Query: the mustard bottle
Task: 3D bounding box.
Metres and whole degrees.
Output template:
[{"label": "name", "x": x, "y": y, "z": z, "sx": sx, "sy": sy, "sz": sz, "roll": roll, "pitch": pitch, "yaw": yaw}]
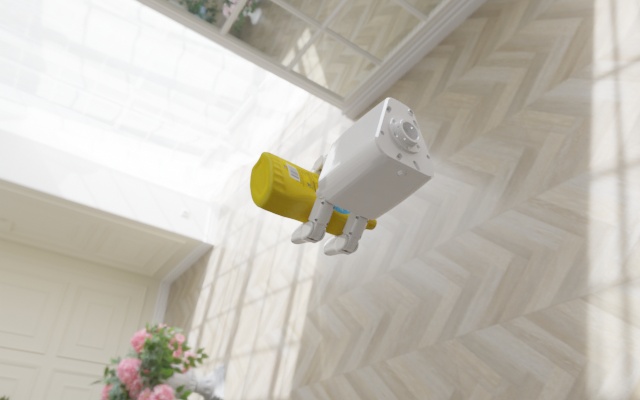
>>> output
[{"label": "mustard bottle", "x": 0.000, "y": 0.002, "z": 0.652, "sx": 0.192, "sy": 0.058, "sz": 0.096, "roll": 22, "pitch": 26, "yaw": -28}]
